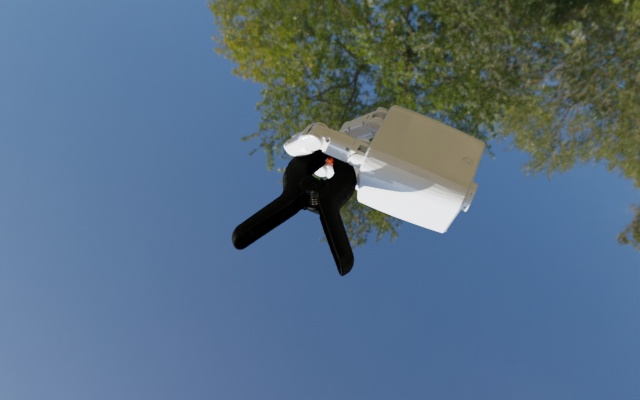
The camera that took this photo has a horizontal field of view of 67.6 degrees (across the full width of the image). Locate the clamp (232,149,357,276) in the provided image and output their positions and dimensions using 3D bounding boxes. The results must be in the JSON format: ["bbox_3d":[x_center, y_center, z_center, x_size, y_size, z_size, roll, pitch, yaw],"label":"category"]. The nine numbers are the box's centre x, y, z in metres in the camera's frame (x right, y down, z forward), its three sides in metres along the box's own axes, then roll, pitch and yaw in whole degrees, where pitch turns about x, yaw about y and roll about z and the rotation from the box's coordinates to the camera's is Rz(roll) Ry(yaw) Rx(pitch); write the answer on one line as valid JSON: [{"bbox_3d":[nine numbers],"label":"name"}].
[{"bbox_3d":[0.000,0.002,0.495,0.120,0.171,0.039,24,-34,11],"label":"clamp"}]
